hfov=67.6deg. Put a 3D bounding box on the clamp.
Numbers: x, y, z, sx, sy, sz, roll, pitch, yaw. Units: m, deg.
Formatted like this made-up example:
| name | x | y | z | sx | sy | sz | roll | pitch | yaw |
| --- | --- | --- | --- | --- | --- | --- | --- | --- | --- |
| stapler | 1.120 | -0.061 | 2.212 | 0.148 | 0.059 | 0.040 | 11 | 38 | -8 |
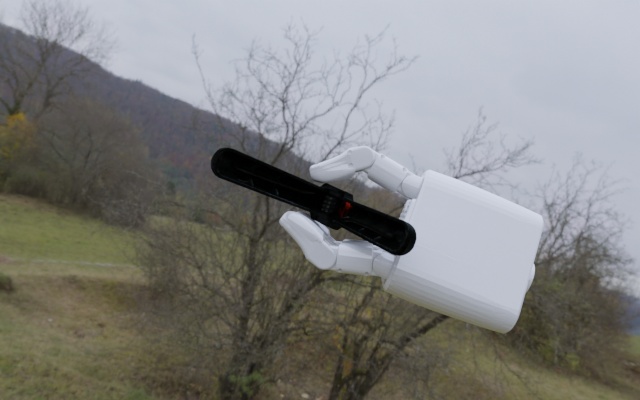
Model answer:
| name | x | y | z | sx | sy | sz | roll | pitch | yaw |
| --- | --- | --- | --- | --- | --- | --- | --- | --- | --- |
| clamp | 0.001 | 0.001 | 0.435 | 0.164 | 0.036 | 0.210 | 24 | 1 | 6 |
